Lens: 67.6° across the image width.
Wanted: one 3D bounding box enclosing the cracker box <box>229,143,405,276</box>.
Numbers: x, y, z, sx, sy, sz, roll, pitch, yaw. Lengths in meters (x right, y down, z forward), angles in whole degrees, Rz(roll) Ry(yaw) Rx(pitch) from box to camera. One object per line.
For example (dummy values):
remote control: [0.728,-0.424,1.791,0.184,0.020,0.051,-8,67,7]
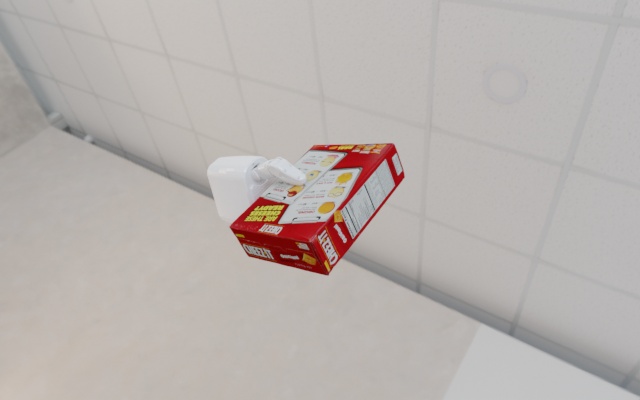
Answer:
cracker box: [0.000,0.002,0.696,0.164,0.072,0.213,5,43,43]
